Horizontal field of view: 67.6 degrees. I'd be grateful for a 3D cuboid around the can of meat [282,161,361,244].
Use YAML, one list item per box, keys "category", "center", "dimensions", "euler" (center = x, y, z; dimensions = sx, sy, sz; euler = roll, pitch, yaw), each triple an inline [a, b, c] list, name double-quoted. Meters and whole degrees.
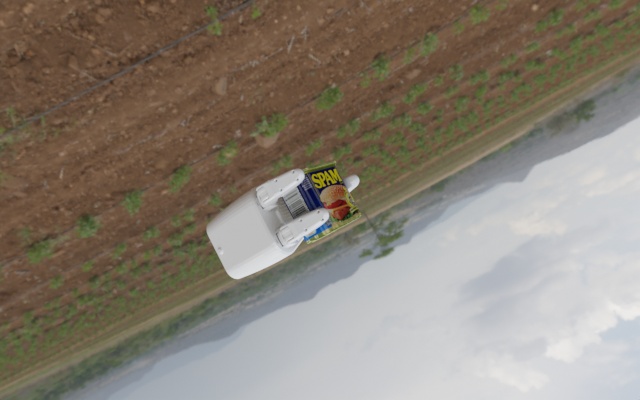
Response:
- category: "can of meat"
  center: [0.000, 0.002, 0.617]
  dimensions: [0.057, 0.084, 0.102]
  euler: [-31, -5, 31]
